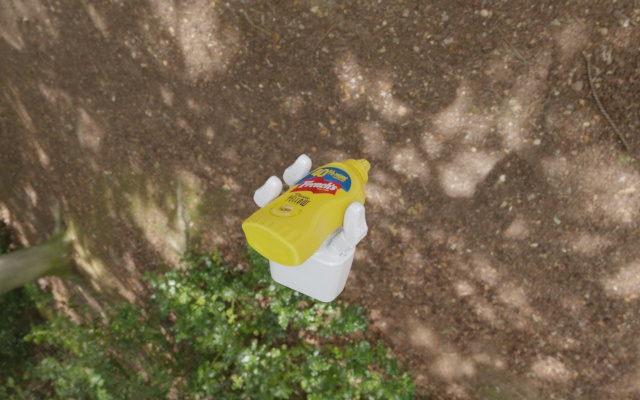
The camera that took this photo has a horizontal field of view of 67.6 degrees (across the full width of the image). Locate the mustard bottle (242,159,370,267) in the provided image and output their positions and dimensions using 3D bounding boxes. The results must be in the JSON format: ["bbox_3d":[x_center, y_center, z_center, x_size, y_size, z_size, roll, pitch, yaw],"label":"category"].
[{"bbox_3d":[0.000,0.002,0.606,0.096,0.058,0.191,16,44,41],"label":"mustard bottle"}]
